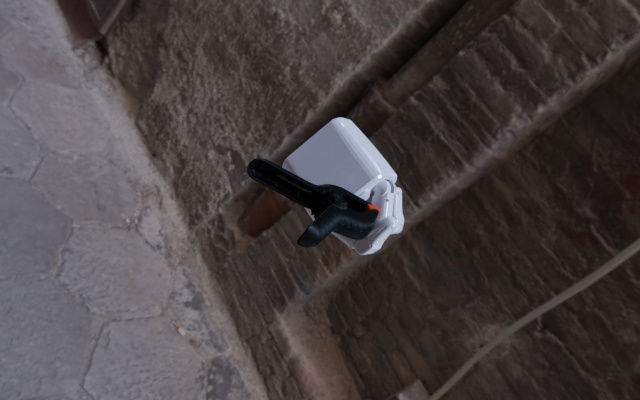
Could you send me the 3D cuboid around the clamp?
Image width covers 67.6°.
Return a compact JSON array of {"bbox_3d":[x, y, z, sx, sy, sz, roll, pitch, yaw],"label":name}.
[{"bbox_3d":[0.001,0.001,0.518,0.039,0.120,0.171,-47,-26,21],"label":"clamp"}]
